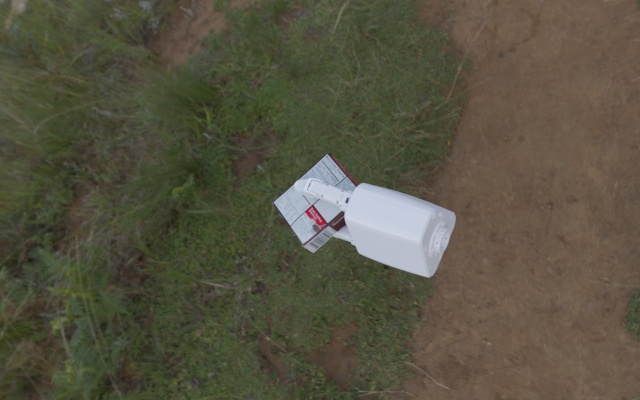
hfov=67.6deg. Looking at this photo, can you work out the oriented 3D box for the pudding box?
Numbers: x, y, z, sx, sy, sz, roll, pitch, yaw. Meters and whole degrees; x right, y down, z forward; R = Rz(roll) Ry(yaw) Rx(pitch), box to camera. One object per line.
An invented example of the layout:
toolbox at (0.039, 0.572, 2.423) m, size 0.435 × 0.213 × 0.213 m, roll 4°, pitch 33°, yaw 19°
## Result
pudding box at (0.000, 0.002, 0.670) m, size 0.113 × 0.090 × 0.039 m, roll -41°, pitch -31°, yaw 5°
